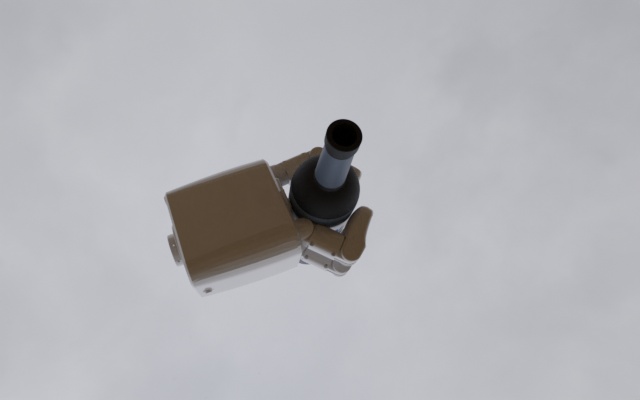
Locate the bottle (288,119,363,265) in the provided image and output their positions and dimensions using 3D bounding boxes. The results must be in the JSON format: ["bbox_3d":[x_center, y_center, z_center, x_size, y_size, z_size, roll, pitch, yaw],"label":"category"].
[{"bbox_3d":[0.000,0.002,0.486,0.069,0.069,0.296,0,-20,-7],"label":"bottle"}]
